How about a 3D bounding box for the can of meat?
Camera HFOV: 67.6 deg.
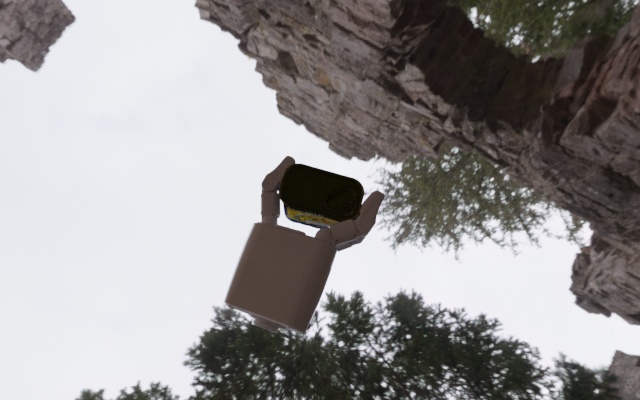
[{"bbox_3d":[0.000,0.002,0.618,0.102,0.057,0.084,15,-18,3],"label":"can of meat"}]
